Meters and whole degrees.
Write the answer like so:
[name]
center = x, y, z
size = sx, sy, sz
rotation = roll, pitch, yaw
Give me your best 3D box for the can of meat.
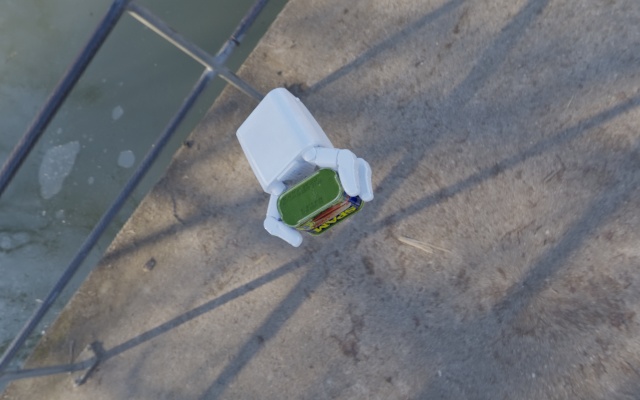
[can of meat]
center = 0.000, 0.002, 0.662
size = 0.102, 0.057, 0.084
rotation = -32, -20, 15
